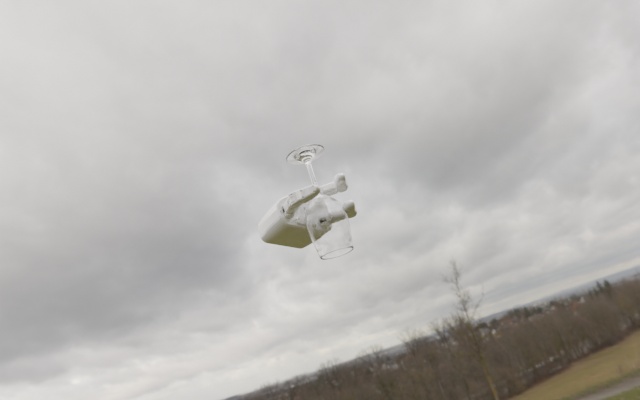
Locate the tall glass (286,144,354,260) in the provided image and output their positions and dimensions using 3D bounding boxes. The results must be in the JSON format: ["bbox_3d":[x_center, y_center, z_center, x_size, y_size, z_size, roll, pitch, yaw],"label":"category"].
[{"bbox_3d":[0.000,0.002,0.865,0.079,0.201,0.079,-16,-18,-6],"label":"tall glass"}]
